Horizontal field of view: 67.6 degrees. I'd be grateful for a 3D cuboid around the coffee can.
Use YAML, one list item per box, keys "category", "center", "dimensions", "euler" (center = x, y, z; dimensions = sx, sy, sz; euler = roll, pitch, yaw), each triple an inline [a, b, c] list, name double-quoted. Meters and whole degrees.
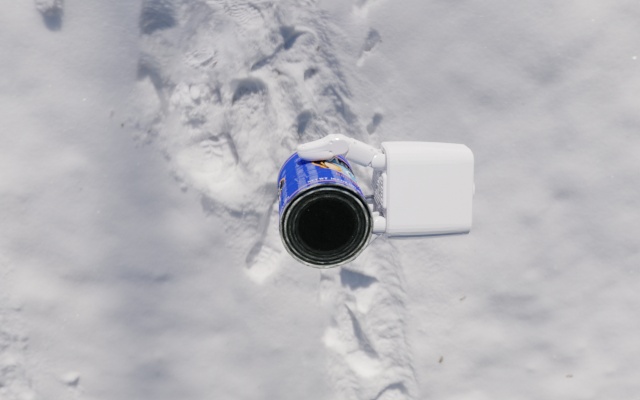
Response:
- category: "coffee can"
  center: [0.000, 0.002, 0.573]
  dimensions: [0.103, 0.103, 0.140]
  euler: [0, 23, -6]
